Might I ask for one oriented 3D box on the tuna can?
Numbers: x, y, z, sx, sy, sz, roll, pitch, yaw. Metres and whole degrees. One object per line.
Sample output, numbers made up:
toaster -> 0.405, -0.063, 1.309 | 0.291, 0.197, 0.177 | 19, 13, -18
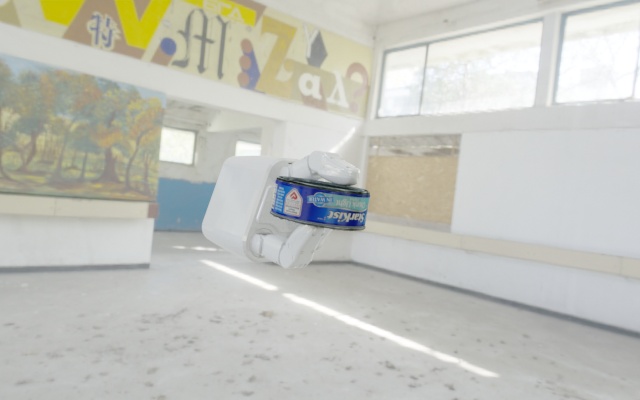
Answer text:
tuna can -> 0.000, 0.001, 0.422 | 0.086, 0.034, 0.086 | 9, 5, -1
